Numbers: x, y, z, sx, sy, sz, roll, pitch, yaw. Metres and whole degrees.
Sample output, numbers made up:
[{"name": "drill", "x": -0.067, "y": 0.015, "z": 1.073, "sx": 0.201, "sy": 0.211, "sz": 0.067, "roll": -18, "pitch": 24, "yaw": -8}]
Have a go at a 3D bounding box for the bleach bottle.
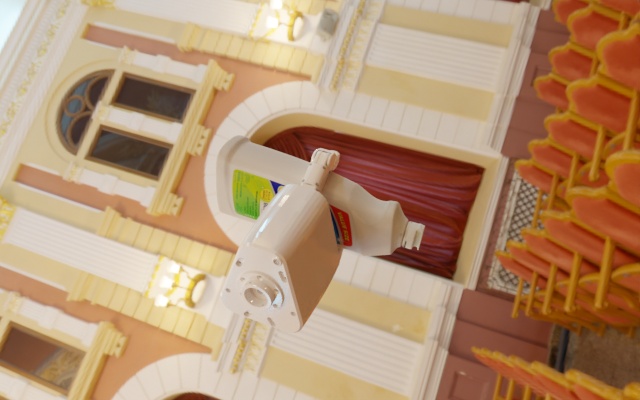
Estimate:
[{"name": "bleach bottle", "x": 0.000, "y": 0.002, "z": 0.571, "sx": 0.251, "sy": 0.103, "sz": 0.068, "roll": 16, "pitch": 35, "yaw": 14}]
